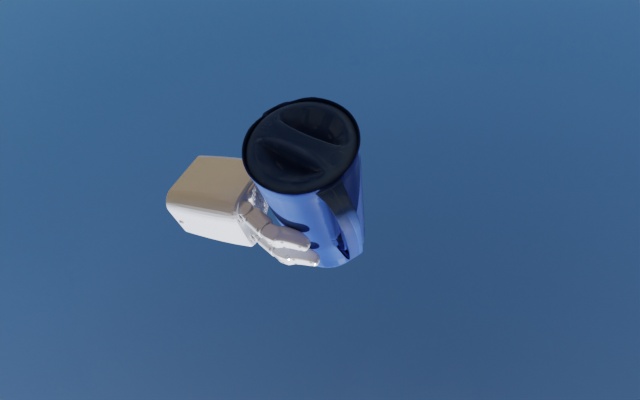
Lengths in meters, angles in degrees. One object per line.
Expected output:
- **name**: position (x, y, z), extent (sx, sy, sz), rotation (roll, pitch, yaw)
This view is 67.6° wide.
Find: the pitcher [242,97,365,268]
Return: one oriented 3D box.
- **pitcher**: position (0.000, 0.002, 0.615), extent (0.145, 0.149, 0.243), rotation (8, -29, 15)
